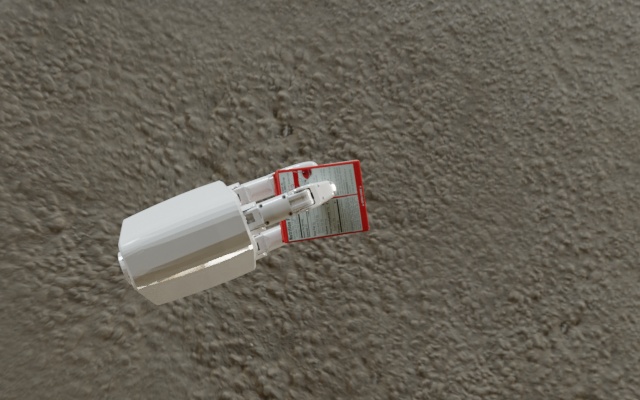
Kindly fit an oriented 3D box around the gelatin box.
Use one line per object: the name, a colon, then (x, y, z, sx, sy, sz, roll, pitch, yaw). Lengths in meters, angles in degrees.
gelatin box: (0.000, 0.002, 0.486, 0.089, 0.073, 0.030, -8, -2, -10)
